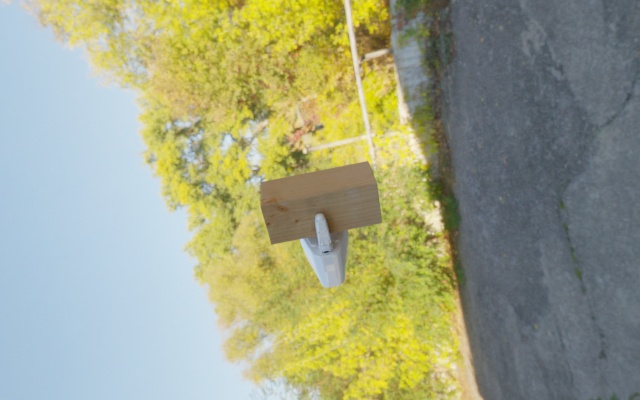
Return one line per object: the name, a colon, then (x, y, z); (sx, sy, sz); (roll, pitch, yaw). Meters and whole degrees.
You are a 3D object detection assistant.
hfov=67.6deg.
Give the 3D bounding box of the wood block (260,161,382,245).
wood block: (0.000, 0.003, 0.879); (0.206, 0.090, 0.090); (-11, 33, 0)
